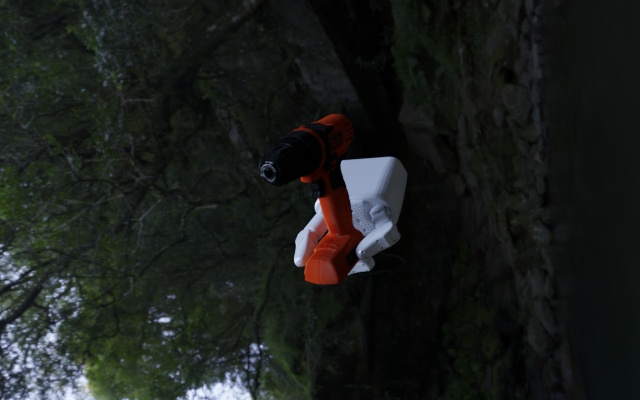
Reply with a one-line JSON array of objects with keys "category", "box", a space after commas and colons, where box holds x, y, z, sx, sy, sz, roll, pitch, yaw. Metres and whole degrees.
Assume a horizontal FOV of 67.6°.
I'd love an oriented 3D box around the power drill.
[{"category": "power drill", "box": [0.000, 0.002, 0.572, 0.057, 0.188, 0.184, 2, 23, 29]}]
